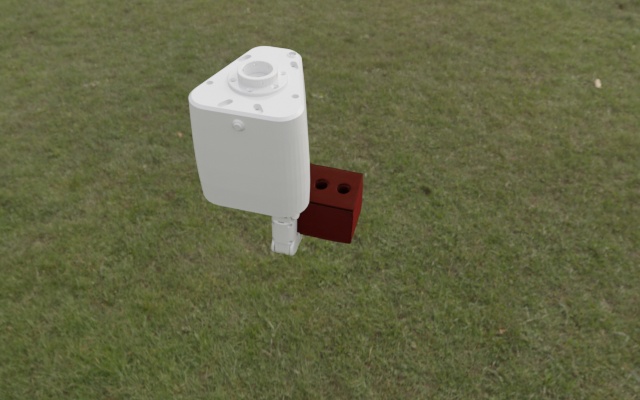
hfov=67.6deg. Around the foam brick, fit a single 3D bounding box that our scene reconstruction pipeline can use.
[{"bbox_3d":[0.000,0.002,0.474,0.078,0.051,0.053,11,46,8],"label":"foam brick"}]
